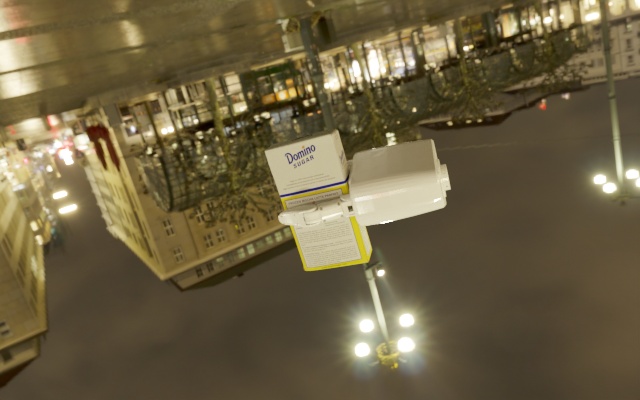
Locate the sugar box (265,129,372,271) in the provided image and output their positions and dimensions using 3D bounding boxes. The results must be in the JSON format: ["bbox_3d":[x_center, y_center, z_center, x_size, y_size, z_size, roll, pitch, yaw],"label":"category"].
[{"bbox_3d":[0.000,0.002,0.627,0.093,0.176,0.048,-11,15,17],"label":"sugar box"}]
